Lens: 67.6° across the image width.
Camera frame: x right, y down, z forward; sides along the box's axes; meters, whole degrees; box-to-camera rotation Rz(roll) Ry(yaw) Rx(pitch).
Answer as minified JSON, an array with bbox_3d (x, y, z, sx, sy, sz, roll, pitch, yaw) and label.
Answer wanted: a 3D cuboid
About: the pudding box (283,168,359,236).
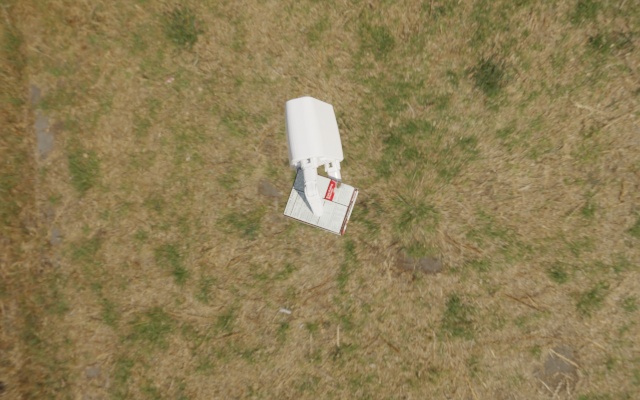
[{"bbox_3d":[0.000,0.003,0.841,0.113,0.090,0.039,19,-1,13],"label":"pudding box"}]
